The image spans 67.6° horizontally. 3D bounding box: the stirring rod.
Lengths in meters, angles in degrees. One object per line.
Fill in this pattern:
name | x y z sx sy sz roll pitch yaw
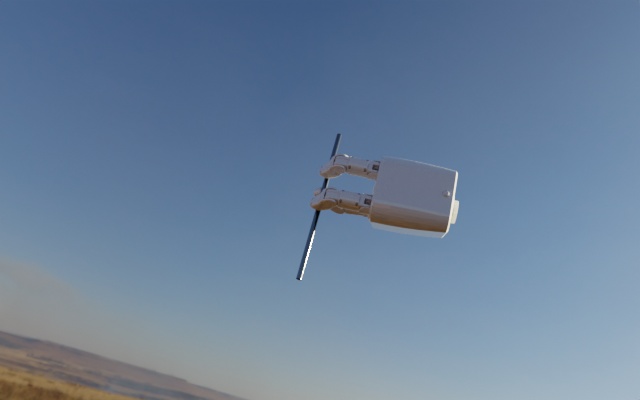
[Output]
stirring rod | 0.000 0.002 0.701 0.011 0.239 0.011 13 -25 6
